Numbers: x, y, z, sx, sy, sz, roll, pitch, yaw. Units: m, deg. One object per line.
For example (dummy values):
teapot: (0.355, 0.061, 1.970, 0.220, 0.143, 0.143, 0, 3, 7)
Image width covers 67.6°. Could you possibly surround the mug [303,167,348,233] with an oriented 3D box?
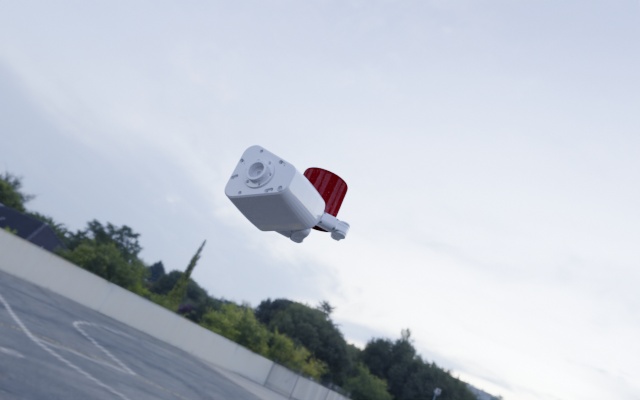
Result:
mug: (0.001, 0.003, 0.812, 0.093, 0.081, 0.117, 13, -22, 29)
